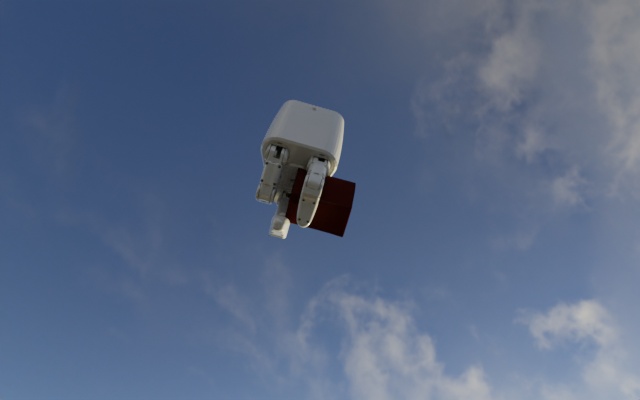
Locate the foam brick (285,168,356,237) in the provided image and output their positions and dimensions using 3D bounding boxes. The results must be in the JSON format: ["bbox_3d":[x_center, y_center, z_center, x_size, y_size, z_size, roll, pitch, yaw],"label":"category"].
[{"bbox_3d":[0.000,0.002,0.599,0.078,0.053,0.051,16,41,-1],"label":"foam brick"}]
